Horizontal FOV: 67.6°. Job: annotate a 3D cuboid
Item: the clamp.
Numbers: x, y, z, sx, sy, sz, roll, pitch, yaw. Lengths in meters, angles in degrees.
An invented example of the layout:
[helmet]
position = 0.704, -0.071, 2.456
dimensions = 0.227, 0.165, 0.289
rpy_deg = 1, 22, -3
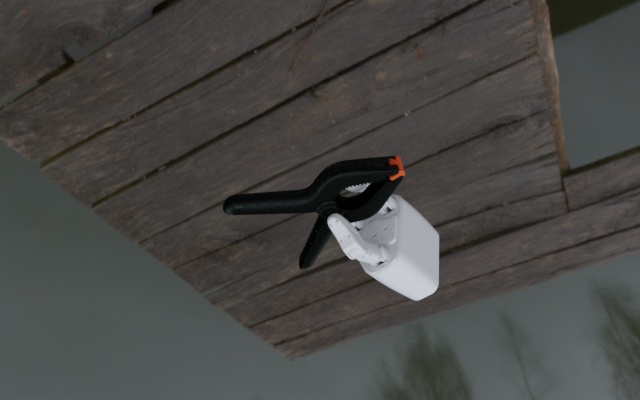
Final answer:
[clamp]
position = 0.001, 0.002, 0.574
dimensions = 0.210, 0.036, 0.165
rpy_deg = -34, -49, 26
